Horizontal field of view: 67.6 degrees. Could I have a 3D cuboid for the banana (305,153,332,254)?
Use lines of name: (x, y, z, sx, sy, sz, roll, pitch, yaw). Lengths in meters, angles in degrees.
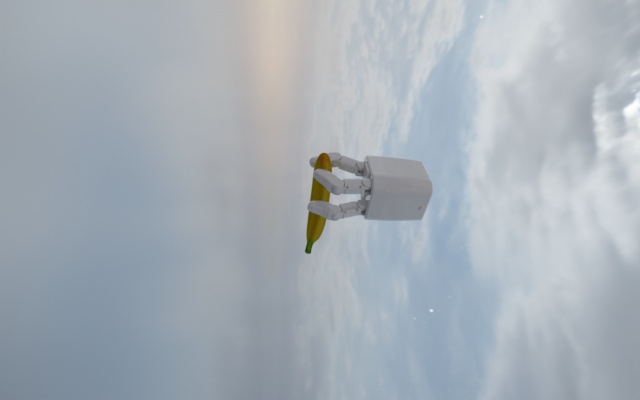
banana: (-0.001, -0.002, 0.878, 0.037, 0.198, 0.069, 6, 23, -4)
